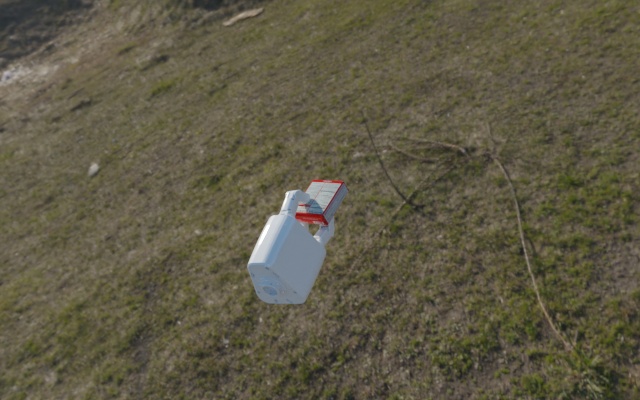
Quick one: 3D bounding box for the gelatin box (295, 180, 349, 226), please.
[{"bbox_3d":[0.000,0.002,0.879,0.073,0.089,0.030,5,-39,39],"label":"gelatin box"}]
